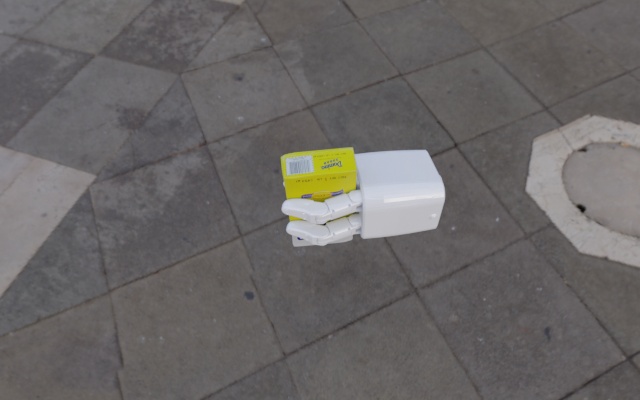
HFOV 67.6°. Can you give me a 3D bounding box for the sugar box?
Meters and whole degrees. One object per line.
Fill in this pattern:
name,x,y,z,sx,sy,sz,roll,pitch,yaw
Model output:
sugar box,0.000,0.003,0.659,0.093,0.048,0.176,-6,-36,-1
